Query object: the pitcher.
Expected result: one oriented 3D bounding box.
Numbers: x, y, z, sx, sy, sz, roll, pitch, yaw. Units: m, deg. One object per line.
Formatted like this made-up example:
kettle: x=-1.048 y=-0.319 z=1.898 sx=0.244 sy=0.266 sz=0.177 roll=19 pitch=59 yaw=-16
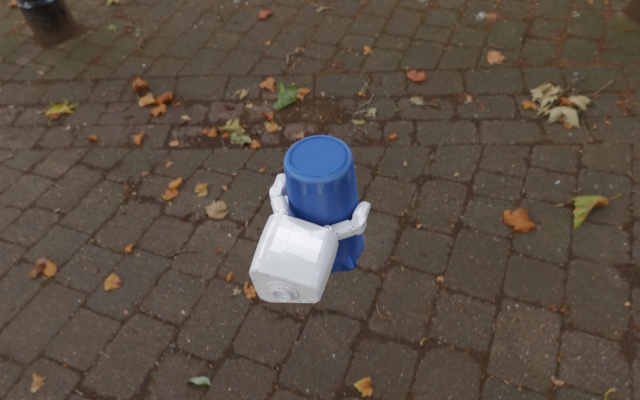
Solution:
pitcher: x=0.000 y=0.003 z=0.829 sx=0.149 sy=0.145 sz=0.243 roll=8 pitch=-39 yaw=14
